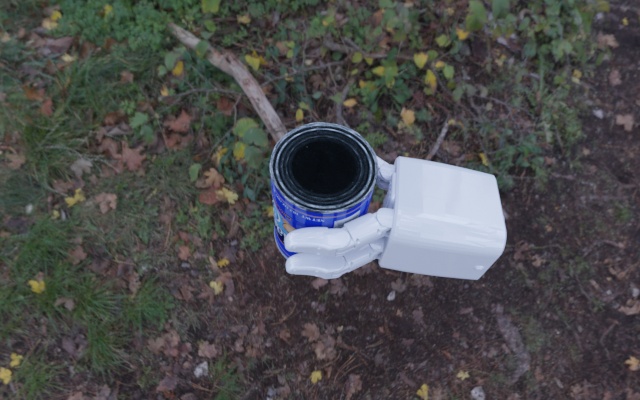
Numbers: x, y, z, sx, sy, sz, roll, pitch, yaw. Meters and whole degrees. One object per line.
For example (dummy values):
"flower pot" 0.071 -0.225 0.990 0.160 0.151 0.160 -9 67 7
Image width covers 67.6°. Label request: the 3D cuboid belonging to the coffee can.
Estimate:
"coffee can" 0.000 0.002 0.505 0.103 0.102 0.140 0 -30 -3
